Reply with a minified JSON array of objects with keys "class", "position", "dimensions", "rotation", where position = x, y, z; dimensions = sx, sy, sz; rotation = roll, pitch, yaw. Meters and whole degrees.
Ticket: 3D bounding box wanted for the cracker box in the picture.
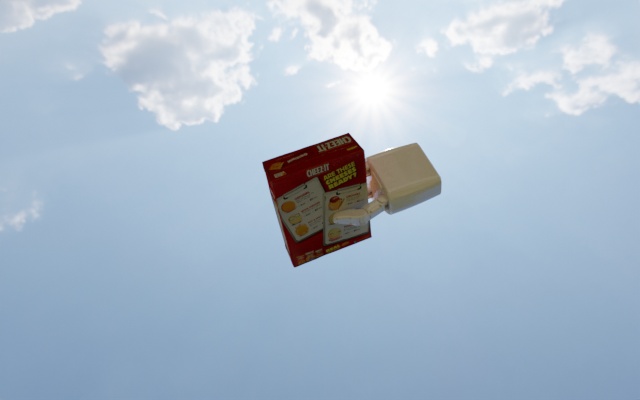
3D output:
[{"class":"cracker box","position":[0.000,0.003,0.854],"dimensions":[0.164,0.214,0.072],"rotation":[-20,42,-10]}]
